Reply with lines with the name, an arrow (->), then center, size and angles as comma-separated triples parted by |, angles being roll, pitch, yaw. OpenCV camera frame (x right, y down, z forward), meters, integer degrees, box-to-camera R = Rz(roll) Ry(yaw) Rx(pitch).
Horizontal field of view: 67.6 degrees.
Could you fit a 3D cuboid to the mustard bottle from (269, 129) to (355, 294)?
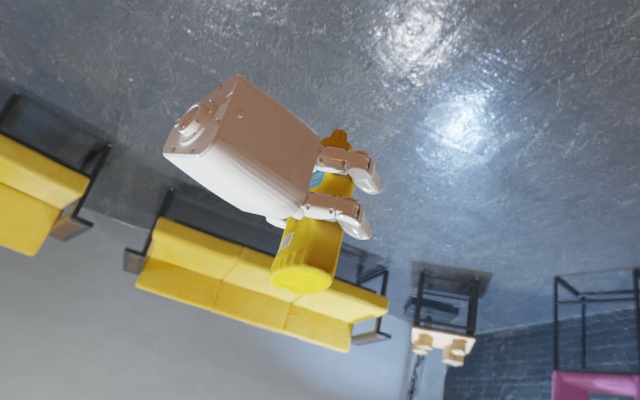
mustard bottle -> 0.000, 0.002, 0.523 | 0.058, 0.191, 0.096 | 23, -28, -15
